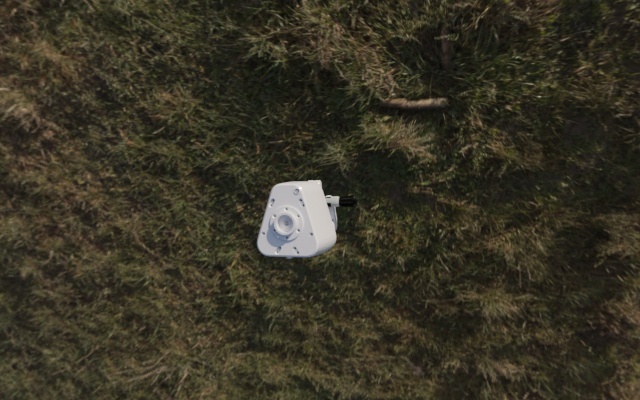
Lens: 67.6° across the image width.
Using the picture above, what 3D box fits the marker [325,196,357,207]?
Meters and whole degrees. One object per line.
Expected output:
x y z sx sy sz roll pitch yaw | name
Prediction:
0.000 0.003 0.791 0.121 0.020 0.020 -1 0 14 | marker
